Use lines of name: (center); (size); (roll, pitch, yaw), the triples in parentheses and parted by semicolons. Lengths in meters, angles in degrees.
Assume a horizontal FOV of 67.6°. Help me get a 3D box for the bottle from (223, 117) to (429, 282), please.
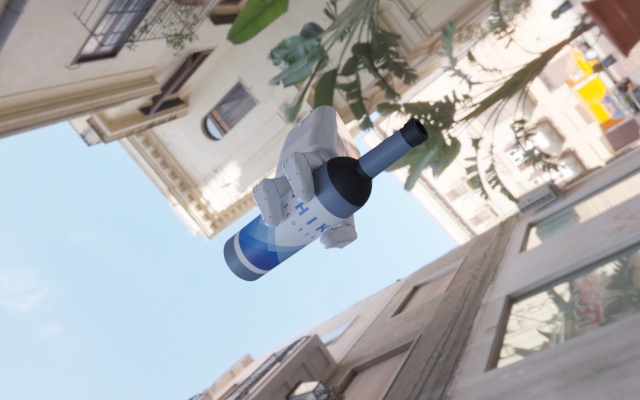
bottle: (0.000, 0.002, 0.559); (0.296, 0.069, 0.069); (-37, -21, 30)
